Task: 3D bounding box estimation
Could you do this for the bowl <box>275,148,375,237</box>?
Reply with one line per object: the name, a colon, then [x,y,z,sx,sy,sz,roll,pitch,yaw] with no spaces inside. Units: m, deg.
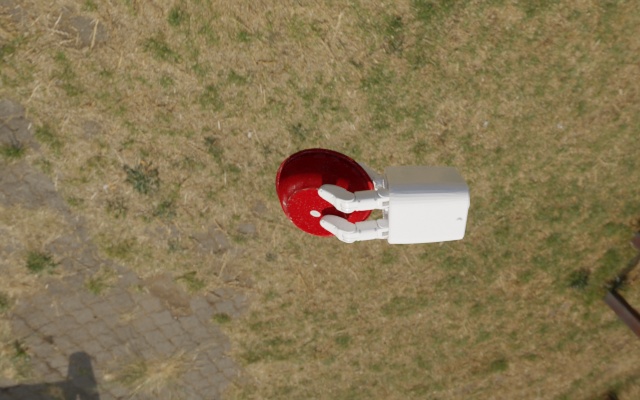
bowl: [-0.001,0.003,0.728,0.162,0.162,0.055,0,38,18]
